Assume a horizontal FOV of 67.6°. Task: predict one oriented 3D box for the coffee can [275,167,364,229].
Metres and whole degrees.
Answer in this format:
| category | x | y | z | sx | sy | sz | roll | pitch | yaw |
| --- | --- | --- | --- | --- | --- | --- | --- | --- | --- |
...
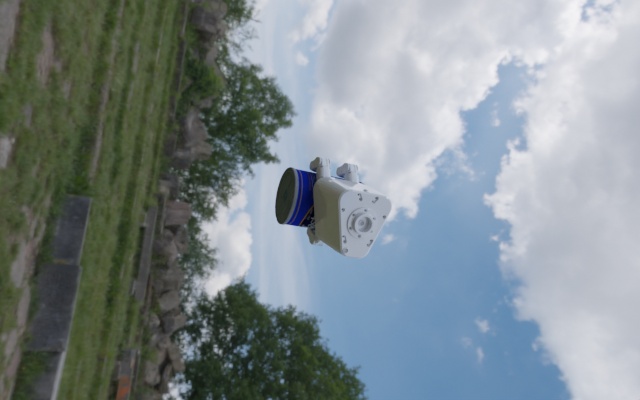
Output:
| category | x | y | z | sx | sy | sz | roll | pitch | yaw |
| --- | --- | --- | --- | --- | --- | --- | --- | --- | --- |
| coffee can | 0.000 | 0.003 | 0.866 | 0.140 | 0.103 | 0.103 | 10 | -4 | -22 |
